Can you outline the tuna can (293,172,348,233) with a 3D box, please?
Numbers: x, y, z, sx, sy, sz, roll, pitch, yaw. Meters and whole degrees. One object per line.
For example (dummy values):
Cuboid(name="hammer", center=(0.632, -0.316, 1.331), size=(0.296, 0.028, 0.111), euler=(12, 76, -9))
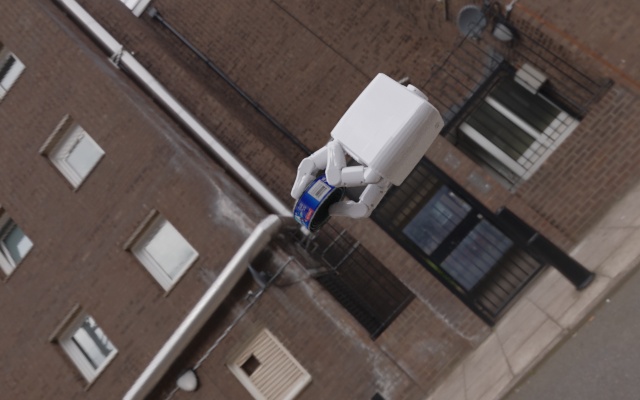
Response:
Cuboid(name="tuna can", center=(0.000, 0.002, 0.685), size=(0.033, 0.086, 0.086), euler=(37, 12, 17))
